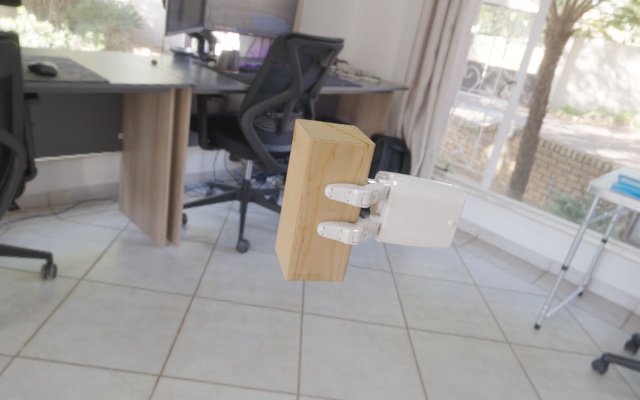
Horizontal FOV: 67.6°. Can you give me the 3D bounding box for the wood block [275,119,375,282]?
[{"bbox_3d":[0.000,0.002,0.668,0.090,0.206,0.090,4,24,-17],"label":"wood block"}]
